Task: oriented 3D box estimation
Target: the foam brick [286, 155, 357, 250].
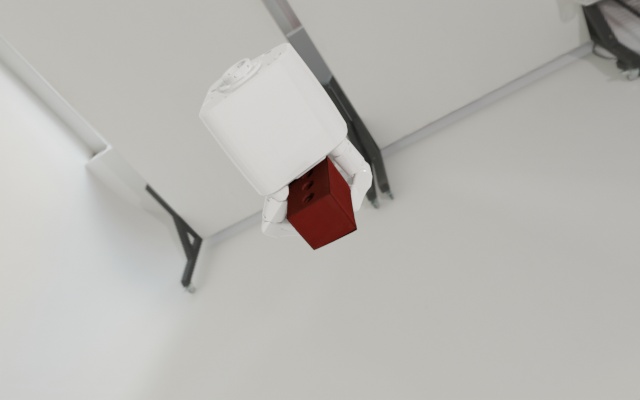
[{"bbox_3d":[0.000,0.002,0.494,0.053,0.051,0.078,-29,31,16],"label":"foam brick"}]
